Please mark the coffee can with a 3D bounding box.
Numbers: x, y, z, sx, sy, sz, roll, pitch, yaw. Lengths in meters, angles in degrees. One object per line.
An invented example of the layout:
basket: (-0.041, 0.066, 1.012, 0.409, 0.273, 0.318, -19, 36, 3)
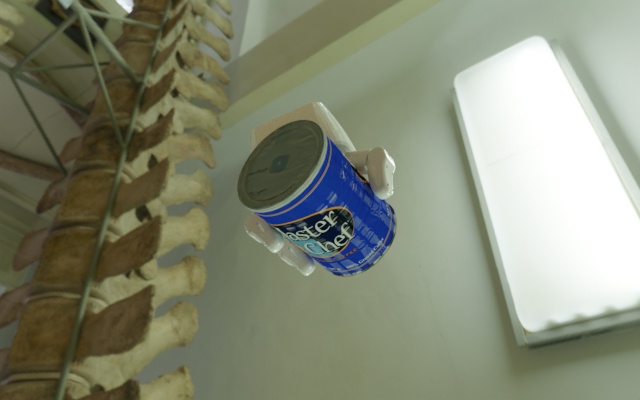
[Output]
coffee can: (0.000, 0.002, 0.488, 0.103, 0.102, 0.140, 0, -32, 42)
